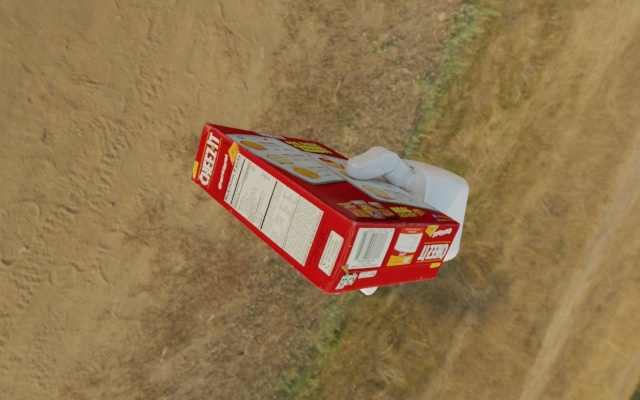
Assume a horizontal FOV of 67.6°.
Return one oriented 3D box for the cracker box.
[{"bbox_3d":[0.000,0.001,0.466,0.164,0.072,0.213,3,24,-47],"label":"cracker box"}]
